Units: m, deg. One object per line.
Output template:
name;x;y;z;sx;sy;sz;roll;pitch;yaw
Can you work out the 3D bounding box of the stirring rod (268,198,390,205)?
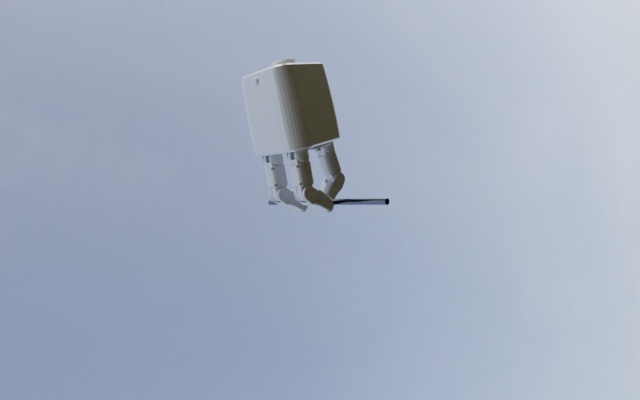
stirring rod;0.000;0.002;0.654;0.011;0.011;0.239;0;0;-41
